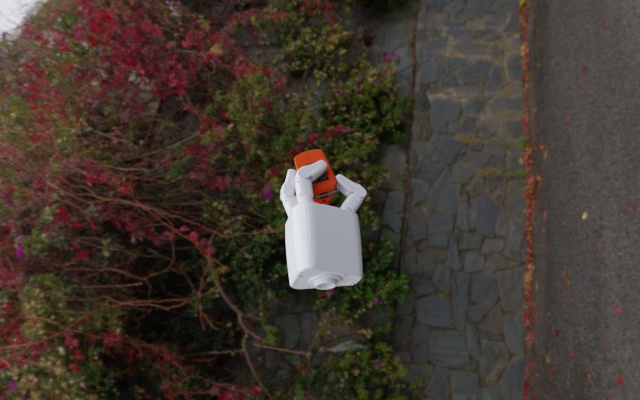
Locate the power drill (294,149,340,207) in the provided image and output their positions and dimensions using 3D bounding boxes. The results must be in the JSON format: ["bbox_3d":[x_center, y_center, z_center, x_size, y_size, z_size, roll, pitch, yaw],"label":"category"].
[{"bbox_3d":[0.000,0.003,0.860,0.057,0.188,0.184,-18,44,-5],"label":"power drill"}]
